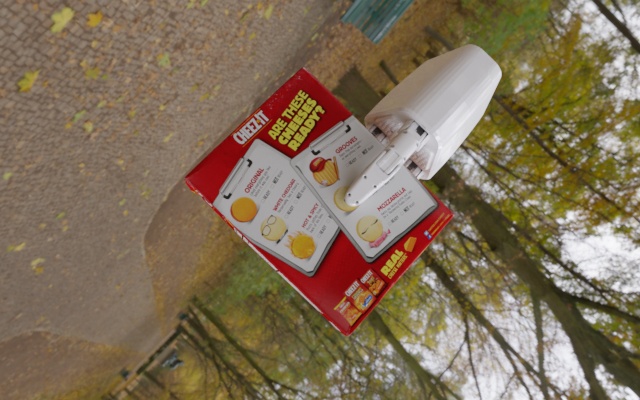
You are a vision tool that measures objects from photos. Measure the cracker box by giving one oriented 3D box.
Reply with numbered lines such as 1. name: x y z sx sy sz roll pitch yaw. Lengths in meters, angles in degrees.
1. cracker box: 0.000 0.002 0.486 0.213 0.164 0.072 44 -13 0
